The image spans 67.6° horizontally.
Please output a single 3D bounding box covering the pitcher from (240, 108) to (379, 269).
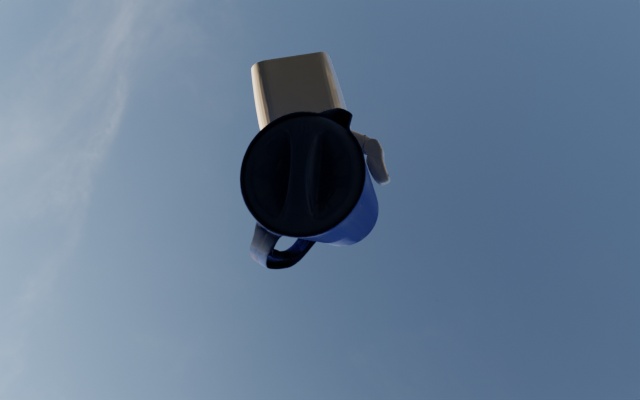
[{"bbox_3d":[0.000,0.002,0.593,0.149,0.145,0.243,-17,-14,10],"label":"pitcher"}]
